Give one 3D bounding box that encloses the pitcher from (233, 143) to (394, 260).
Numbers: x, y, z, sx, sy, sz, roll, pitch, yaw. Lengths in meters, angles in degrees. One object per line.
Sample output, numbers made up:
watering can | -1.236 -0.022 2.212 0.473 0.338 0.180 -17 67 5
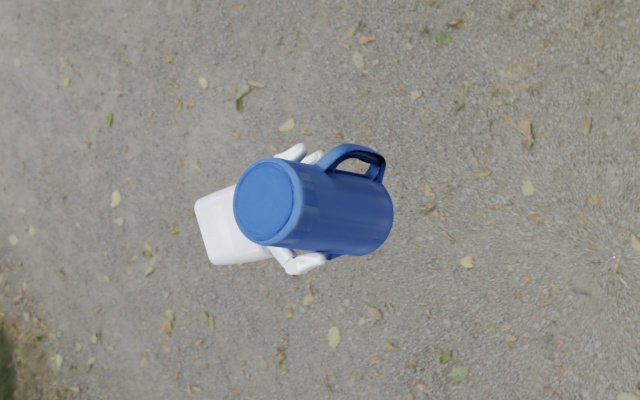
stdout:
pitcher | 0.000 0.002 0.666 0.145 0.149 0.243 -15 -13 30
